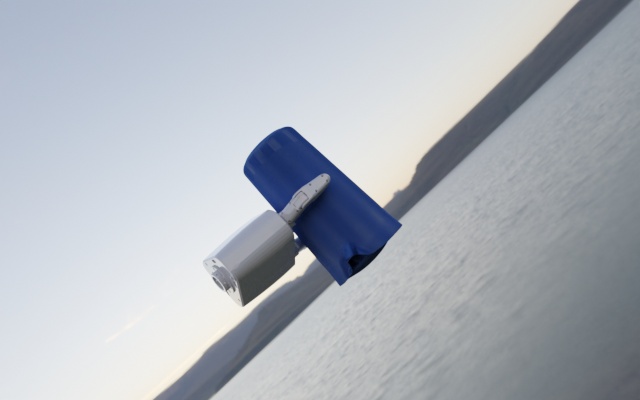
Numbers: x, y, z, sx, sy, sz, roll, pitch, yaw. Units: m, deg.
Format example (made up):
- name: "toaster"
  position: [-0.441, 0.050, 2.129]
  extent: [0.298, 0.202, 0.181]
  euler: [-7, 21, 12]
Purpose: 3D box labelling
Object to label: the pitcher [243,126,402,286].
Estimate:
- name: "pitcher"
  position: [0.000, 0.003, 0.749]
  extent: [0.145, 0.243, 0.149]
  euler: [-40, -8, -28]
